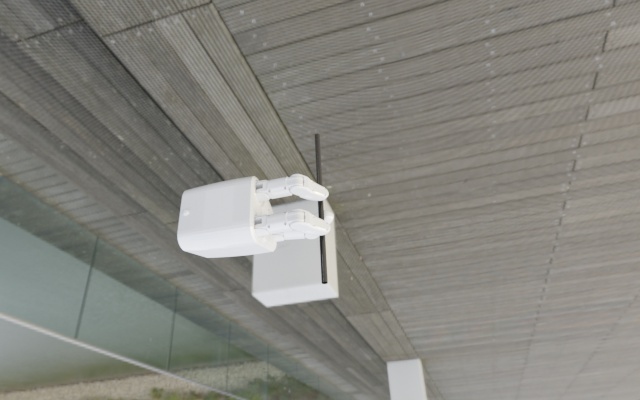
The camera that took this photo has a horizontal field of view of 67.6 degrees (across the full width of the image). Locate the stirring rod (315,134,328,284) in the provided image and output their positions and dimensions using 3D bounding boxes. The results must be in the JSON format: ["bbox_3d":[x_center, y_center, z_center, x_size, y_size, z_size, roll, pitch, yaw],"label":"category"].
[{"bbox_3d":[0.000,0.002,0.666,0.011,0.239,0.011,-2,-32,-1],"label":"stirring rod"}]
